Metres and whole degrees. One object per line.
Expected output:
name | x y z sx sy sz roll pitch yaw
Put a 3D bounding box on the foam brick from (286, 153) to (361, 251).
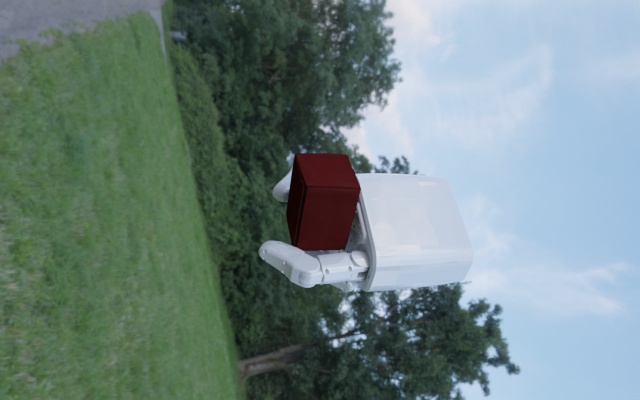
foam brick | 0.000 0.001 0.440 0.051 0.078 0.053 0 40 -14
